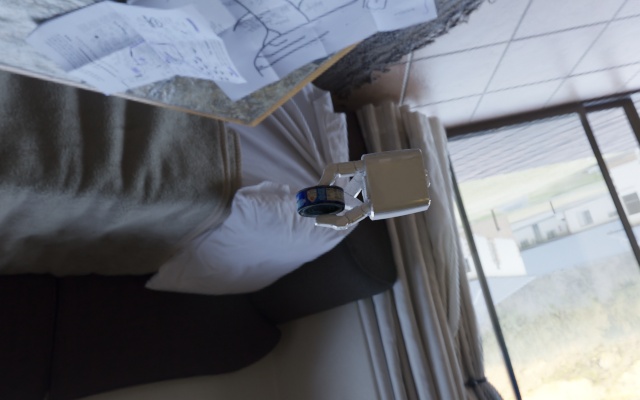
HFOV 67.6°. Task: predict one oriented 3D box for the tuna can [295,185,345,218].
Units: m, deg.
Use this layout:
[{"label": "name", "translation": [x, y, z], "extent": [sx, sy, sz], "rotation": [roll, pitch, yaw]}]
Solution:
[{"label": "tuna can", "translation": [0.000, 0.003, 0.835], "extent": [0.086, 0.033, 0.086], "rotation": [-5, -17, -2]}]
